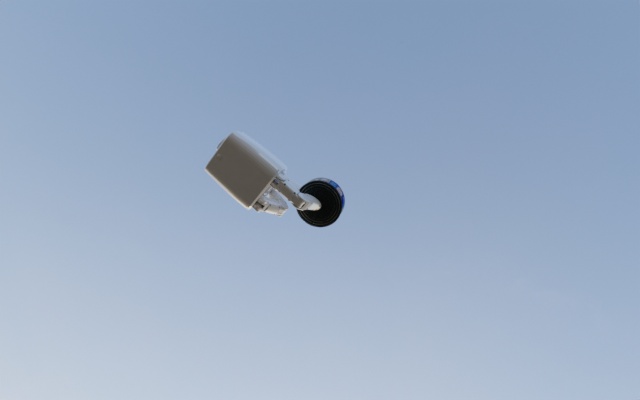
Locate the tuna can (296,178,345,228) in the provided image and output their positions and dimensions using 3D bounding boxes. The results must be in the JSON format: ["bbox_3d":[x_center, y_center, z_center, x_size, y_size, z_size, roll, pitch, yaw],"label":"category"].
[{"bbox_3d":[0.000,0.003,0.857,0.086,0.086,0.033,0,14,14],"label":"tuna can"}]
